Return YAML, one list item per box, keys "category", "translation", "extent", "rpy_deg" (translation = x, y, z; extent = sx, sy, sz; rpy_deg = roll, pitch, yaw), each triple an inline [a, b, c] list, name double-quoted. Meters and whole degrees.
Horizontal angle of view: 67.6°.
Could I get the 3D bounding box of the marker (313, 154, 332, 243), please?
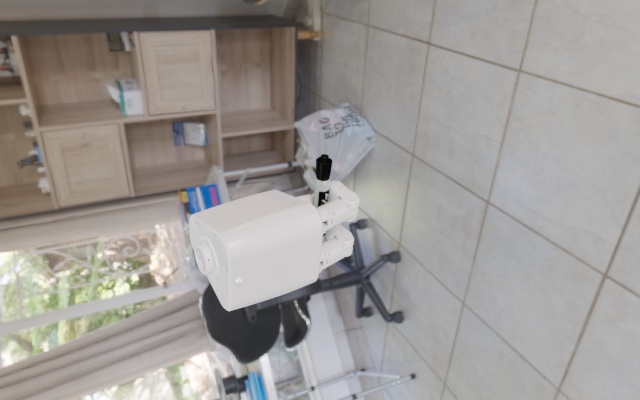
- category: "marker"
  translation: [0.000, 0.002, 0.562]
  extent: [0.020, 0.121, 0.020]
  rpy_deg: [4, 31, -2]
